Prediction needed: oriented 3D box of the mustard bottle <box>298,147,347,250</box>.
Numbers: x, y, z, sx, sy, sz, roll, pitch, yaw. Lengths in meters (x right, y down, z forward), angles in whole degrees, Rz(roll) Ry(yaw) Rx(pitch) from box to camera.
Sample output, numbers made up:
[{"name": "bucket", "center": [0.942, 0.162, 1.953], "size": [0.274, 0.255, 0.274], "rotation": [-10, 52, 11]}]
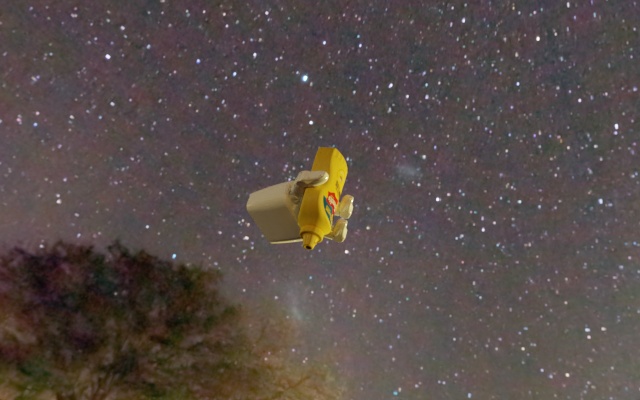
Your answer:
[{"name": "mustard bottle", "center": [0.001, 0.003, 0.859], "size": [0.058, 0.191, 0.096], "rotation": [5, -35, 17]}]
